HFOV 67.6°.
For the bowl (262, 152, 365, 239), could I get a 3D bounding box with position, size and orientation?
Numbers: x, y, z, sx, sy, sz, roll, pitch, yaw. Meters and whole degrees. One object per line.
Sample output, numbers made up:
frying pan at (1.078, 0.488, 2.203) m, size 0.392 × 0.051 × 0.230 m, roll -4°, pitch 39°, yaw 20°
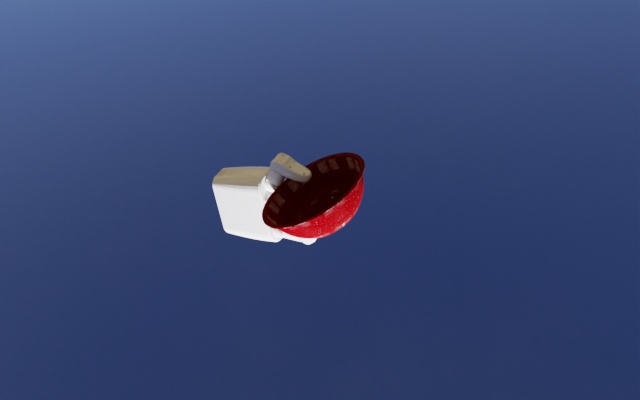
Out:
bowl at (0.001, 0.003, 0.666) m, size 0.162 × 0.055 × 0.162 m, roll -26°, pitch 27°, yaw 14°
